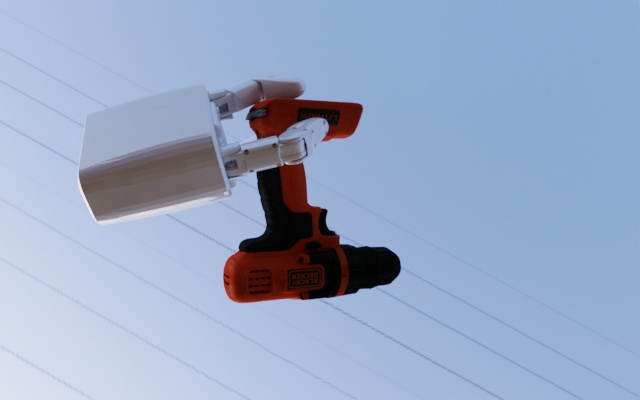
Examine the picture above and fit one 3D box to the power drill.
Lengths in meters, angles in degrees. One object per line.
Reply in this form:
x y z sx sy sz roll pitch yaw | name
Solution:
0.000 0.001 0.455 0.184 0.187 0.057 -1 3 -28 | power drill
